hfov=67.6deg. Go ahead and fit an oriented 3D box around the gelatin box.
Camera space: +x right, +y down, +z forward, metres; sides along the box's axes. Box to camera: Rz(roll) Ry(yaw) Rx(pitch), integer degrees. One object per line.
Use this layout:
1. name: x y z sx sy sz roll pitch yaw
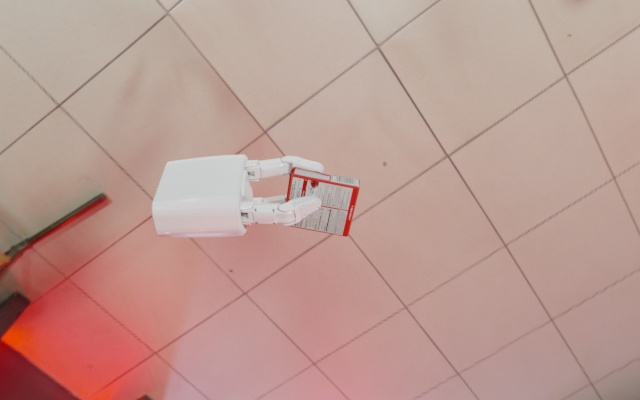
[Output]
1. gelatin box: 0.000 0.002 0.613 0.089 0.073 0.030 11 25 -1
